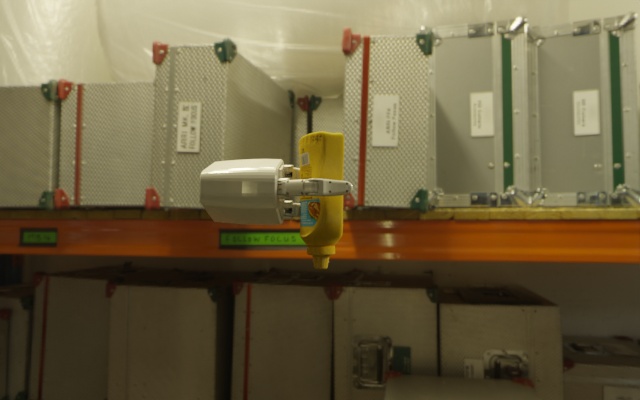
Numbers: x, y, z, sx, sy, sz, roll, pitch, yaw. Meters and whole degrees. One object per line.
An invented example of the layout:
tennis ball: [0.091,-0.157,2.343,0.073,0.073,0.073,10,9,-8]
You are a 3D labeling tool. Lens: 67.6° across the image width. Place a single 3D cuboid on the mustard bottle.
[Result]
mustard bottle: [0.000,0.002,0.689,0.058,0.191,0.096,2,-3,-24]
